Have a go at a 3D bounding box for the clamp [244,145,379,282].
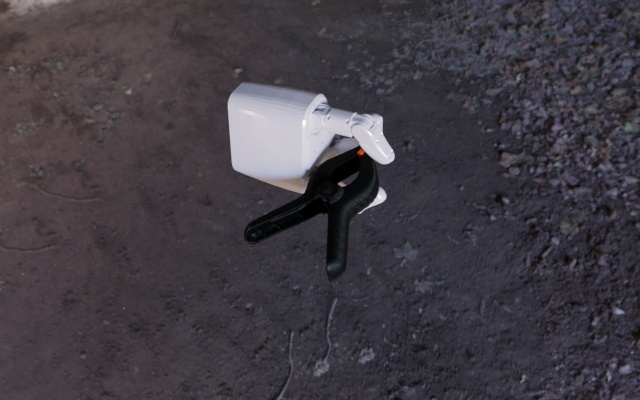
[{"bbox_3d":[0.000,0.001,0.508,0.120,0.171,0.039,16,-38,21],"label":"clamp"}]
